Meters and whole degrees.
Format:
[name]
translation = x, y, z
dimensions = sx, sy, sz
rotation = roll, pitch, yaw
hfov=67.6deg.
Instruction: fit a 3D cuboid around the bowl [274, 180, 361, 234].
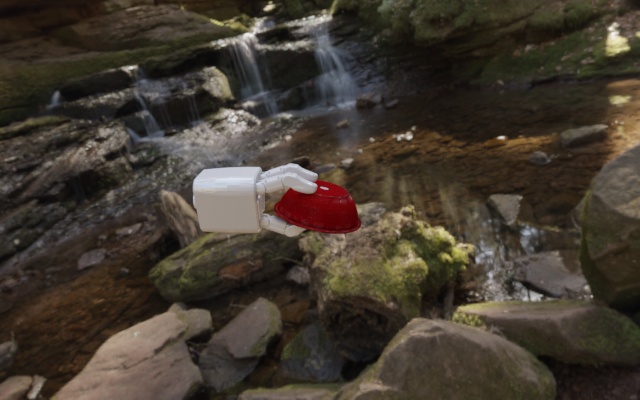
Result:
[bowl]
translation = 0.001, 0.003, 0.856
dimensions = 0.162, 0.055, 0.162
rotation = 11, 18, -4
